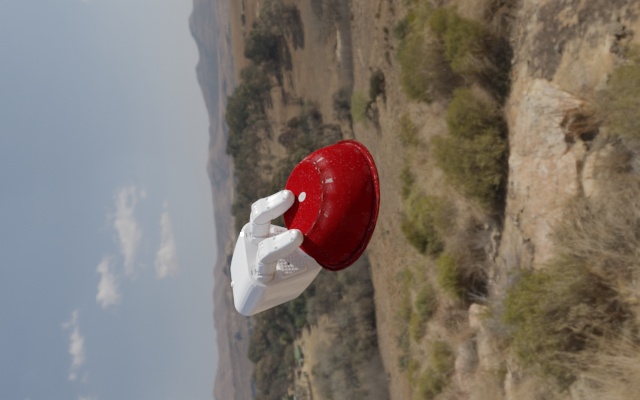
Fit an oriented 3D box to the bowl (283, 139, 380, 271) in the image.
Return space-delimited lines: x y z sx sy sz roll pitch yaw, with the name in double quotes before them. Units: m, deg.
"bowl" 0.000 0.001 0.570 0.055 0.162 0.162 9 -5 -32
